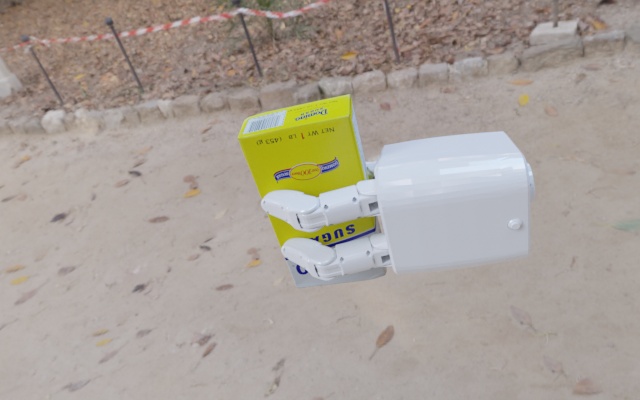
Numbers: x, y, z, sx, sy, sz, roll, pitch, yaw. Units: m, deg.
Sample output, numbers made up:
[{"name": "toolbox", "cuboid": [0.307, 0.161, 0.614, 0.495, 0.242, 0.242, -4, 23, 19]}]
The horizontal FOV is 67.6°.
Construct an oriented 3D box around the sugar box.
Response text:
[{"name": "sugar box", "cuboid": [0.000, 0.002, 0.426, 0.093, 0.176, 0.048, -9, 34, 12]}]
